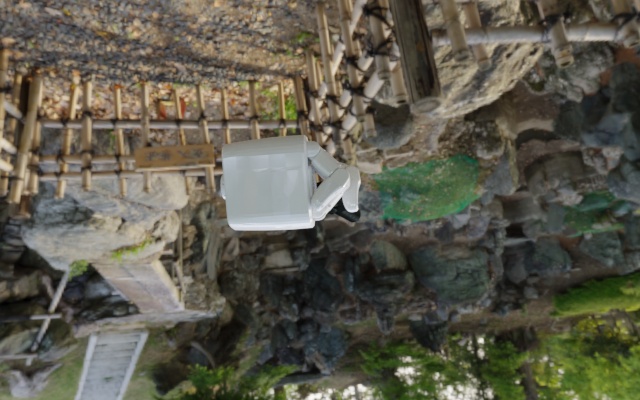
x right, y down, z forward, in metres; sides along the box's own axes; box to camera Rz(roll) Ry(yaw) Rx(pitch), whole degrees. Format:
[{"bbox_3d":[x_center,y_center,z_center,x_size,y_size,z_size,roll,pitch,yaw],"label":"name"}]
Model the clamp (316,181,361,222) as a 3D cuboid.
[{"bbox_3d":[0.000,0.003,0.709,0.120,0.039,0.171,-2,-16,4],"label":"clamp"}]
